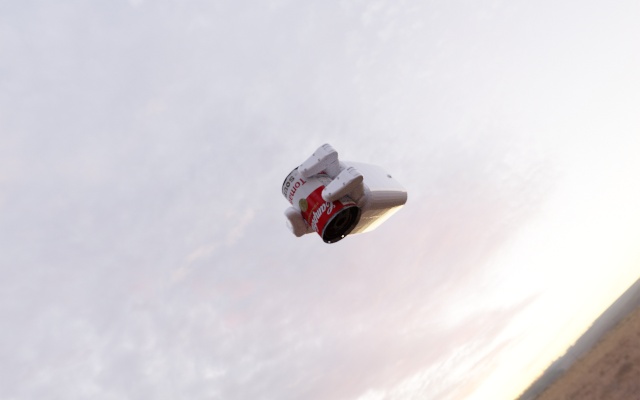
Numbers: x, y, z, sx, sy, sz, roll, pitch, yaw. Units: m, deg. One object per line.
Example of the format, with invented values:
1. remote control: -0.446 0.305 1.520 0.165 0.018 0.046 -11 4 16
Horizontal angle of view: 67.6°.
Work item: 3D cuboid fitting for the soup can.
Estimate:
1. soup can: 0.000 0.002 0.672 0.068 0.068 0.102 0 39 -49
